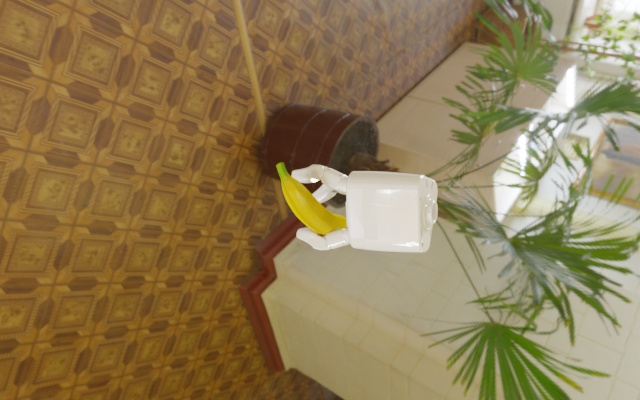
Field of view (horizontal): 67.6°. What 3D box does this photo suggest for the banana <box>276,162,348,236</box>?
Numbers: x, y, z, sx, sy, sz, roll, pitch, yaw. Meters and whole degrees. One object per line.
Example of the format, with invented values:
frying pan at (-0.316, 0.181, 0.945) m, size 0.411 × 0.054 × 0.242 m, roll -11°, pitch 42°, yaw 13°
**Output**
banana at (-0.002, 0.017, 0.722) m, size 0.037 × 0.069 × 0.198 m, roll -15°, pitch -35°, yaw 24°
